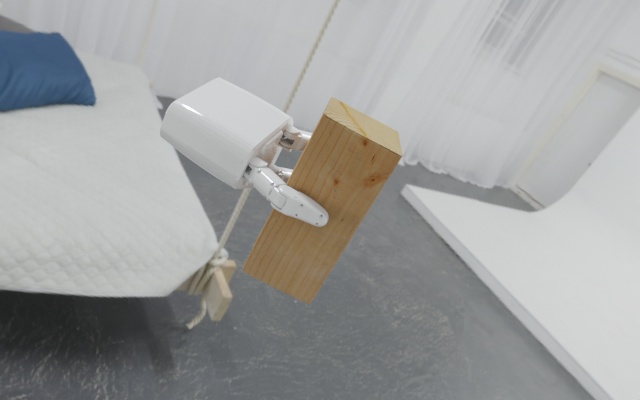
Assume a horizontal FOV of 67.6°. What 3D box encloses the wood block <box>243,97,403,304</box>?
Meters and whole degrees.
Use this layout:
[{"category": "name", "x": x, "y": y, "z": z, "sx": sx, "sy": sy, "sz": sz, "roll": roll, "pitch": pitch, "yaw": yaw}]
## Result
[{"category": "wood block", "x": 0.000, "y": 0.002, "z": 0.544, "sx": 0.090, "sy": 0.206, "sz": 0.090, "roll": 27, "pitch": 24, "yaw": -5}]
